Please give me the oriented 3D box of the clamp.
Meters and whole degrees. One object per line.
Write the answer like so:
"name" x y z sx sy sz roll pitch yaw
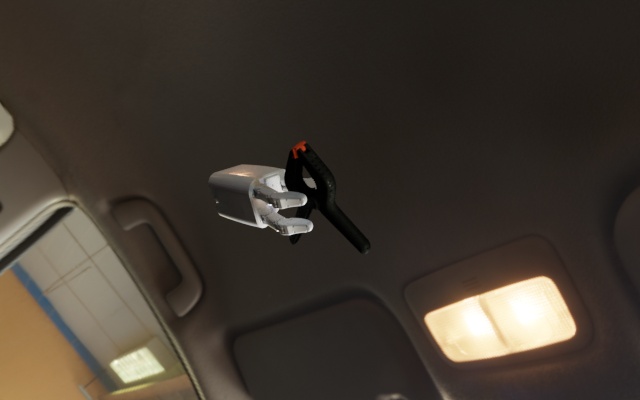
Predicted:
"clamp" 0.000 0.002 0.797 0.164 0.210 0.036 9 37 30
